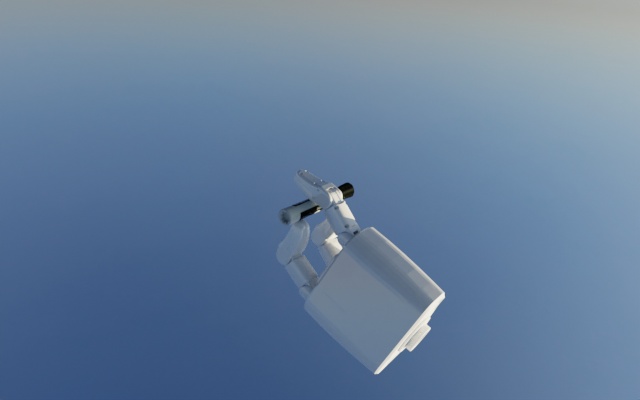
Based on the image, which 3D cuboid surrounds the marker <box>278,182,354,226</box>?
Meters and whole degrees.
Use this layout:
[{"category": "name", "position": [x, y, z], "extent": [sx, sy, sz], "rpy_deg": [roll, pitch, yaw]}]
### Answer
[{"category": "marker", "position": [0.000, 0.002, 0.546], "extent": [0.020, 0.020, 0.121], "rpy_deg": [0, 16, 41]}]
